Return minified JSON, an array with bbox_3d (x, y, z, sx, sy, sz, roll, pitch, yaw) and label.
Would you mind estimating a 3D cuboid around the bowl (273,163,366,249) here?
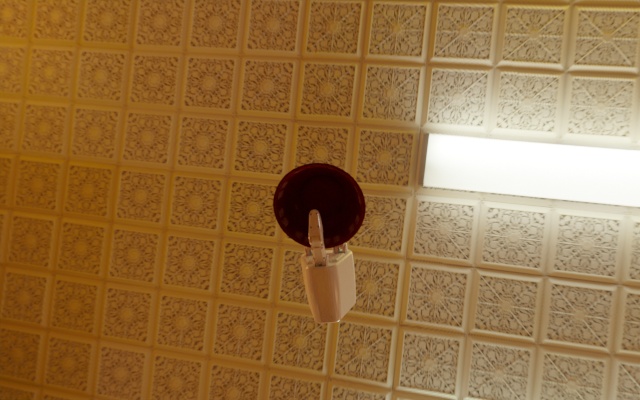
[{"bbox_3d":[0.000,0.001,0.848,0.162,0.162,0.055,0,22,7],"label":"bowl"}]
